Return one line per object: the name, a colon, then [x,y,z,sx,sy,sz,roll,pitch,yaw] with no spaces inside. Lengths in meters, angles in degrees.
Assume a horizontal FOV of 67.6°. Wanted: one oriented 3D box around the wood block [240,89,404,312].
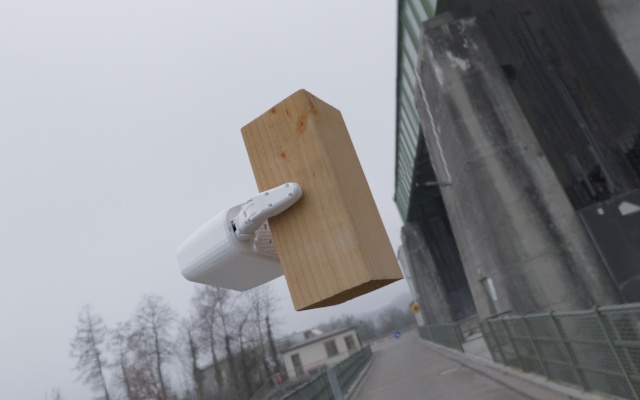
wood block: [0.000,0.002,0.508,0.090,0.206,0.091,-27,-19,25]
